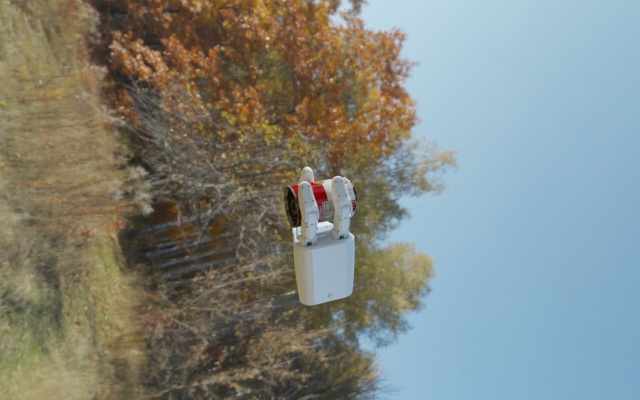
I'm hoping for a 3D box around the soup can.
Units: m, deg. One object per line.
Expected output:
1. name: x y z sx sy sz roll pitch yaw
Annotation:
1. soup can: 0.000 0.002 0.767 0.102 0.068 0.068 -10 3 -19
